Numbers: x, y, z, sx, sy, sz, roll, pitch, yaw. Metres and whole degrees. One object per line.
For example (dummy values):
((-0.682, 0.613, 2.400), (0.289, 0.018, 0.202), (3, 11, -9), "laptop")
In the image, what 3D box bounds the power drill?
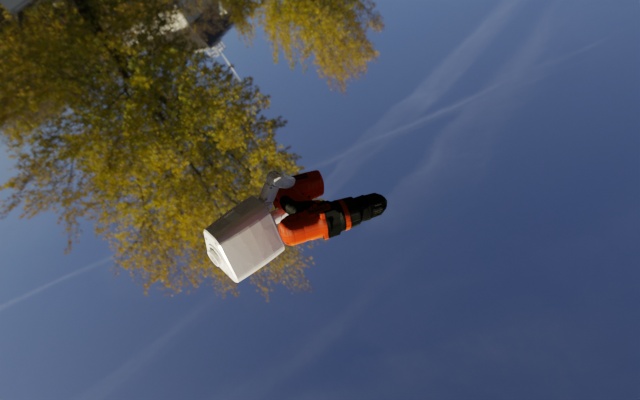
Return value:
((0.000, 0.003, 0.832), (0.184, 0.057, 0.187), (-15, 24, -15), "power drill")
